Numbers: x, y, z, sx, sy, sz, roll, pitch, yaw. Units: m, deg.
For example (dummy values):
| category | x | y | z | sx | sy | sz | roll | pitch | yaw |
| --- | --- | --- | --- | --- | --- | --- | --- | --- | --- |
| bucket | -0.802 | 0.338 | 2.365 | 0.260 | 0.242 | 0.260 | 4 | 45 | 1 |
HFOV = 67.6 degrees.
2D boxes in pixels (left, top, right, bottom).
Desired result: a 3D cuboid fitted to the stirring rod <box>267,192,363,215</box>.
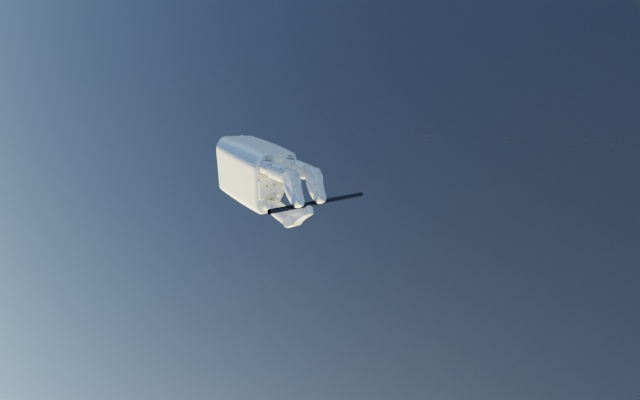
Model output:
| category | x | y | z | sx | sy | sz | roll | pitch | yaw |
| --- | --- | --- | --- | --- | --- | --- | --- | --- | --- |
| stirring rod | 0.000 | 0.003 | 0.786 | 0.011 | 0.011 | 0.239 | 0 | 7 | 39 |
